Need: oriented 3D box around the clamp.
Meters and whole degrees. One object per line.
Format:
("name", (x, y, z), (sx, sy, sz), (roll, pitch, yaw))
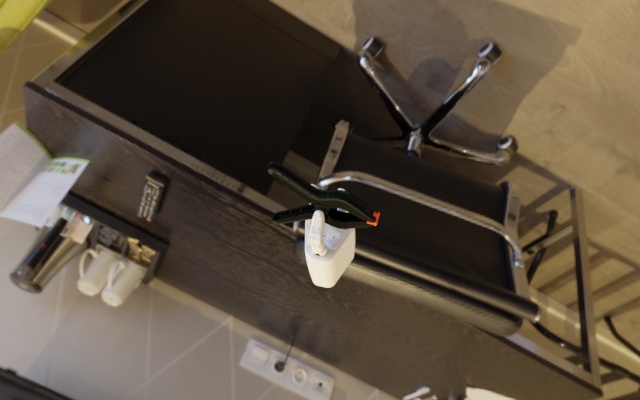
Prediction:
("clamp", (0.000, 0.004, 0.853), (0.210, 0.036, 0.165), (9, -36, 14))
